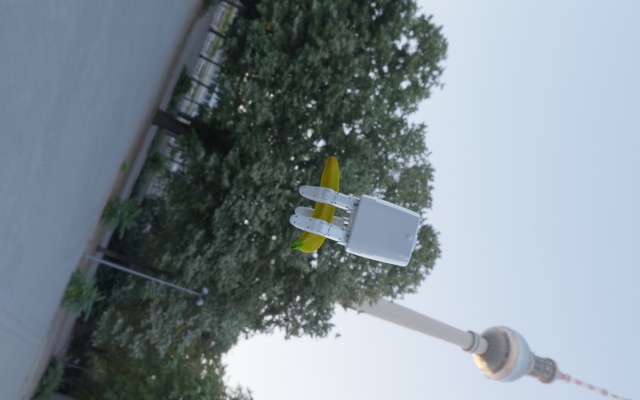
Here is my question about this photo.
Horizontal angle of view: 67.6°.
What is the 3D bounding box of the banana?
[{"bbox_3d":[0.002,0.016,0.832,0.037,0.197,0.070,10,-33,17],"label":"banana"}]
